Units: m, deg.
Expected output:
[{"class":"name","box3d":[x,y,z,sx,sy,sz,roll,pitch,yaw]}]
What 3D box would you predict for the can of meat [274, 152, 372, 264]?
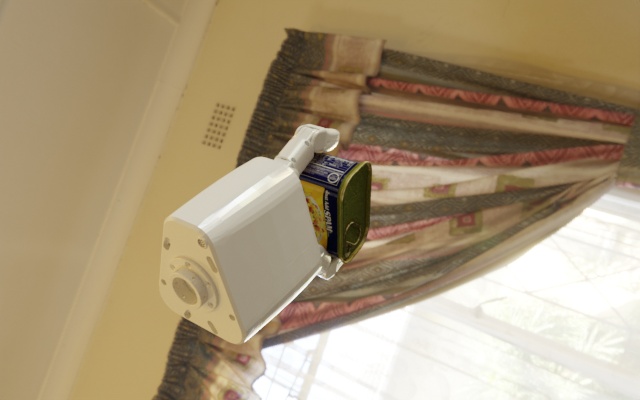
[{"class":"can of meat","box3d":[0.000,0.001,0.472,0.084,0.102,0.057,18,41,26]}]
